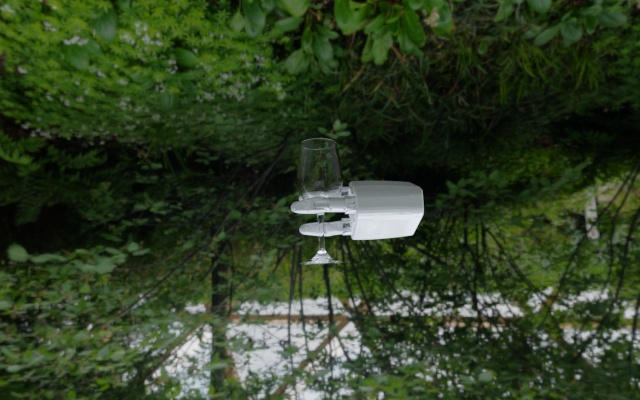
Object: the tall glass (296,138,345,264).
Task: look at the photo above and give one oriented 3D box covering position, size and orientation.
[{"bbox_3d":[0.000,0.003,0.785,0.079,0.201,0.079,-2,-9,0],"label":"tall glass"}]
